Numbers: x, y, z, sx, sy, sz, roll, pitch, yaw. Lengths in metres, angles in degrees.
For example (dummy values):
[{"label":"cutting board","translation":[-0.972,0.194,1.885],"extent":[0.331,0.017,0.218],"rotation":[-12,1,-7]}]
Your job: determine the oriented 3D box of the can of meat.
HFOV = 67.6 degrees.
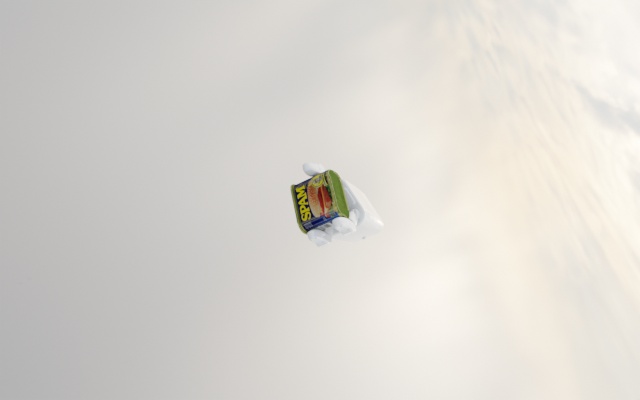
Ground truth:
[{"label":"can of meat","translation":[0.000,0.003,0.874],"extent":[0.084,0.102,0.057],"rotation":[-24,-27,23]}]
